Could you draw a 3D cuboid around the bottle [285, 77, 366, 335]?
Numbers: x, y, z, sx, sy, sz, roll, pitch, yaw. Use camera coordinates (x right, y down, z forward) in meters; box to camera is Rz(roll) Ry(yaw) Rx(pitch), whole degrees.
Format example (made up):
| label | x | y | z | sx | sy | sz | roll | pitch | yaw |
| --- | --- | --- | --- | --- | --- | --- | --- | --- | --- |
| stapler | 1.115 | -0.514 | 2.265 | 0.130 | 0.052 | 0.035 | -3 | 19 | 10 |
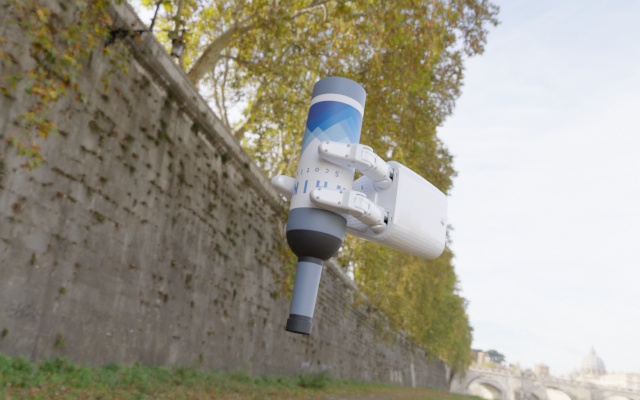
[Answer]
| label | x | y | z | sx | sy | sz | roll | pitch | yaw |
| --- | --- | --- | --- | --- | --- | --- | --- | --- | --- |
| bottle | 0.000 | 0.002 | 0.548 | 0.069 | 0.295 | 0.069 | 9 | -19 | 3 |
